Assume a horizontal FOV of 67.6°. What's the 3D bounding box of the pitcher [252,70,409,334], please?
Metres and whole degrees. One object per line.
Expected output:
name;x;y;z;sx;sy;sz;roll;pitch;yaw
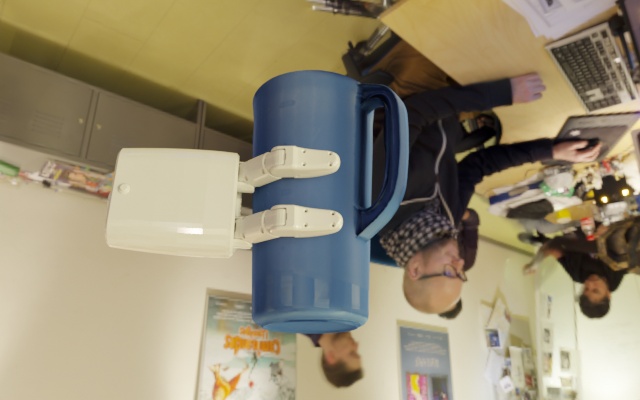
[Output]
pitcher;0.000;0.002;0.474;0.145;0.242;0.149;4;-22;-11
